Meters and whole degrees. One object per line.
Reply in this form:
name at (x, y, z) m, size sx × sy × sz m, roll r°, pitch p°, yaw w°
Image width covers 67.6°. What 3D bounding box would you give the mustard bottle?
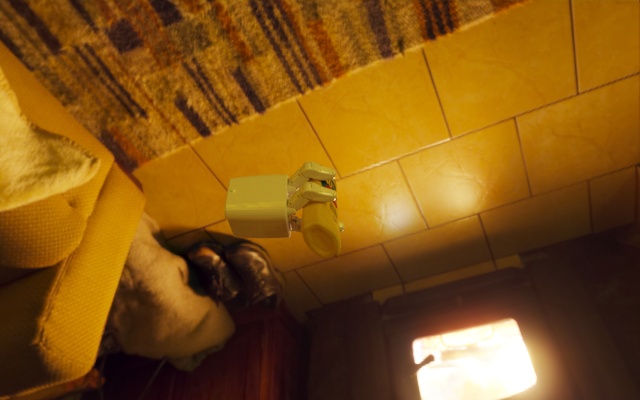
mustard bottle at (0.000, 0.003, 0.867) m, size 0.058 × 0.191 × 0.096 m, roll -19°, pitch -48°, yaw 16°
